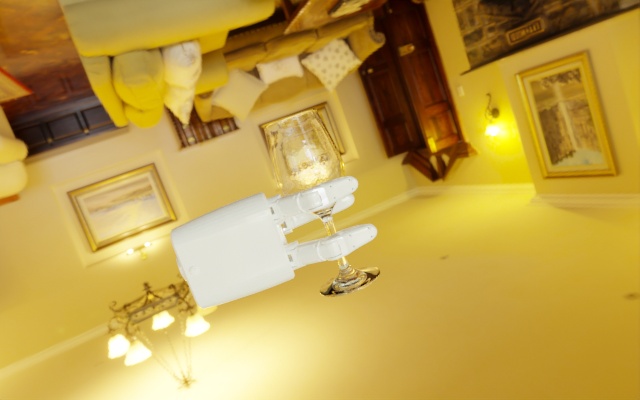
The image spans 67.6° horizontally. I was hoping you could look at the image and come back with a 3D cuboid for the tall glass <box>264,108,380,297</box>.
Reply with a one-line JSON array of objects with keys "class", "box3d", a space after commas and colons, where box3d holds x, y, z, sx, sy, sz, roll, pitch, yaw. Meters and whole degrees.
[{"class": "tall glass", "box3d": [0.000, 0.002, 0.538, 0.079, 0.201, 0.079, -19, 8, 3]}]
